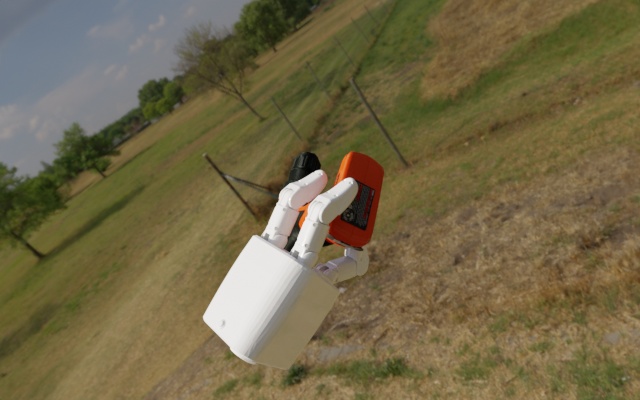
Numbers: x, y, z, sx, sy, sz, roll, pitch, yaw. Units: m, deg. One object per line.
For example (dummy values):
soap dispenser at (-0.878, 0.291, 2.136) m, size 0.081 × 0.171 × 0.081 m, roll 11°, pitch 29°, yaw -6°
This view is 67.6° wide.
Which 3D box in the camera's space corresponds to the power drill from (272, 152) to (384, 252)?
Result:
power drill at (0.000, 0.002, 0.601) m, size 0.057 × 0.184 × 0.188 m, roll 22°, pitch -22°, yaw -24°
